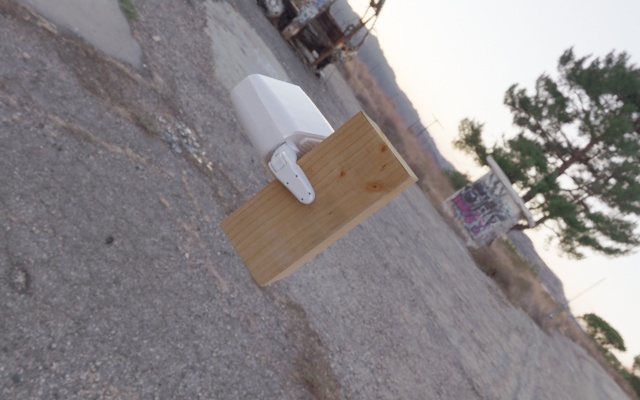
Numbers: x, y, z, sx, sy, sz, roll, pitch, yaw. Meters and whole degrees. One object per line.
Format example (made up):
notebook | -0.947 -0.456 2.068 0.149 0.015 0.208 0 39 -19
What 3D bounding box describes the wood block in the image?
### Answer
wood block | 0.000 0.001 0.556 0.206 0.090 0.091 -38 -11 13
